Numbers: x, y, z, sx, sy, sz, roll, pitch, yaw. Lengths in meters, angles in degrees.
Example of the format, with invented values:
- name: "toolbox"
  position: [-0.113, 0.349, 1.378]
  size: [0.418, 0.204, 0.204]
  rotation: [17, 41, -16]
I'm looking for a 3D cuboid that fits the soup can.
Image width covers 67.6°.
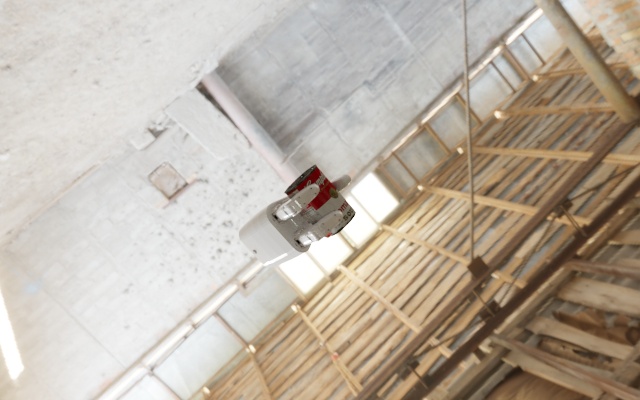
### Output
- name: "soup can"
  position: [0.001, 0.002, 0.764]
  size: [0.068, 0.102, 0.068]
  rotation: [-40, 9, 7]
